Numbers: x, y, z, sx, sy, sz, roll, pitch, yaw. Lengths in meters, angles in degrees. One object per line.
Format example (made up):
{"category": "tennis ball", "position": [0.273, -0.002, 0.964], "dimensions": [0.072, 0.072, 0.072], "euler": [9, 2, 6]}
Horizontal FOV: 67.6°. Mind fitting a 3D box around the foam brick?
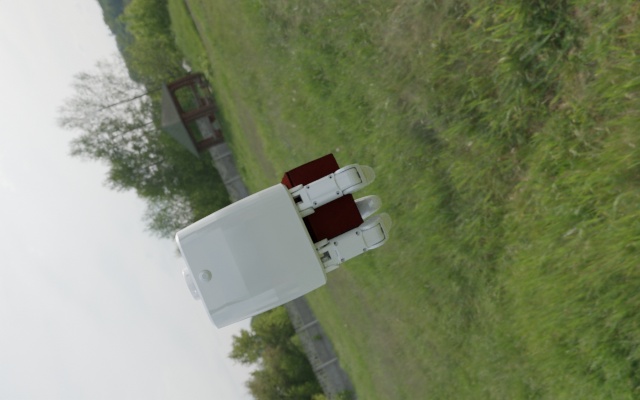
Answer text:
{"category": "foam brick", "position": [0.000, 0.001, 0.471], "dimensions": [0.051, 0.078, 0.053], "euler": [-23, -5, -12]}
